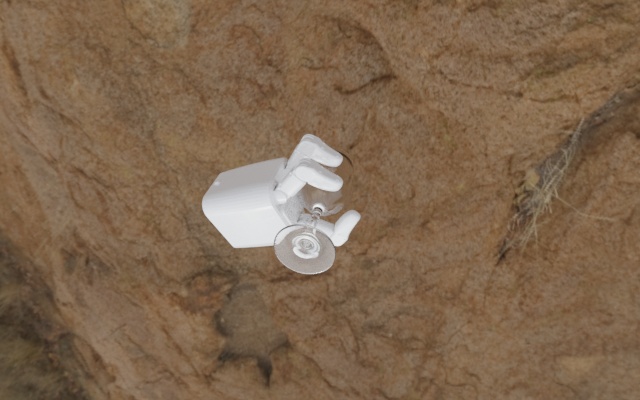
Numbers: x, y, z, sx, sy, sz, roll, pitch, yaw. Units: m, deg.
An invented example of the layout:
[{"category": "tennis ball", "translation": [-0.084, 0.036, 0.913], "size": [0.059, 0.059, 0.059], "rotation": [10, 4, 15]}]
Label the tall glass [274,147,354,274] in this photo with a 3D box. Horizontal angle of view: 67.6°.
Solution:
[{"category": "tall glass", "translation": [0.000, 0.002, 0.630], "size": [0.079, 0.079, 0.201], "rotation": [0, 34, 14]}]
